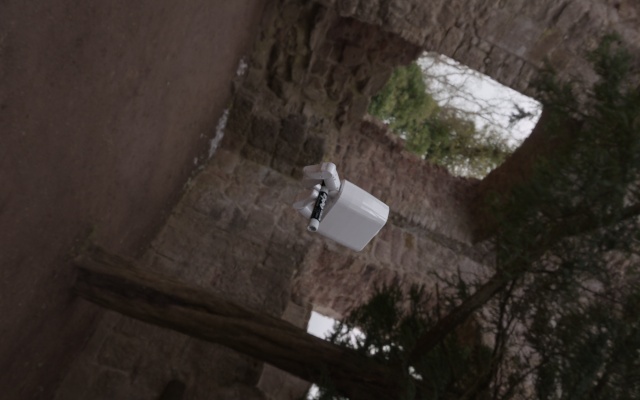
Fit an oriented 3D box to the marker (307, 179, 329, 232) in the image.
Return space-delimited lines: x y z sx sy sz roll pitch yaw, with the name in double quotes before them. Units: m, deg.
"marker" 0.000 0.003 0.852 0.020 0.121 0.020 11 -38 9
